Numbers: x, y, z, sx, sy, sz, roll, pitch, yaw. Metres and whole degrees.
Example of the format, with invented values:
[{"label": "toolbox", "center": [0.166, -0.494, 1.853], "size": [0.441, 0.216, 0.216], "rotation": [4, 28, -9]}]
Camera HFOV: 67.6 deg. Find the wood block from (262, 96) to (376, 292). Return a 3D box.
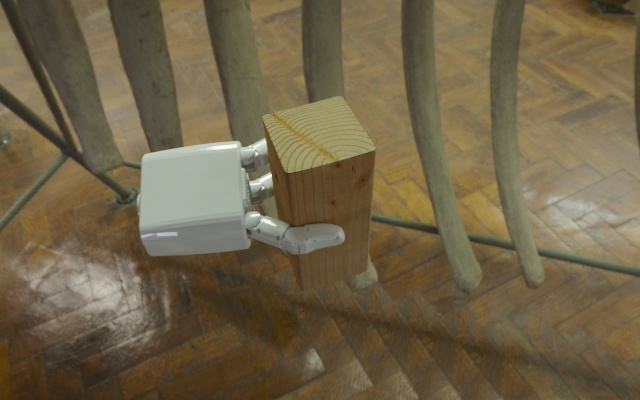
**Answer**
[{"label": "wood block", "center": [0.000, 0.002, 0.536], "size": [0.090, 0.090, 0.206], "rotation": [-16, -40, -11]}]
